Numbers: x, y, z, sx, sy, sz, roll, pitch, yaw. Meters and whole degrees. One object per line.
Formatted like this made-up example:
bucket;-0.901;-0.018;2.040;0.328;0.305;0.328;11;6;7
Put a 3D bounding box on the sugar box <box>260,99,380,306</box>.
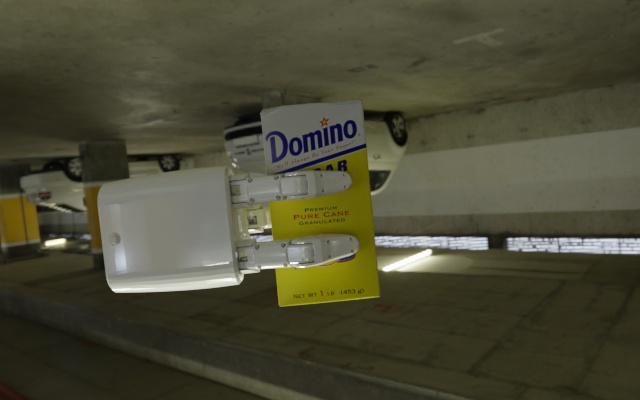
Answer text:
sugar box;0.000;0.002;0.435;0.093;0.176;0.048;-6;3;0
